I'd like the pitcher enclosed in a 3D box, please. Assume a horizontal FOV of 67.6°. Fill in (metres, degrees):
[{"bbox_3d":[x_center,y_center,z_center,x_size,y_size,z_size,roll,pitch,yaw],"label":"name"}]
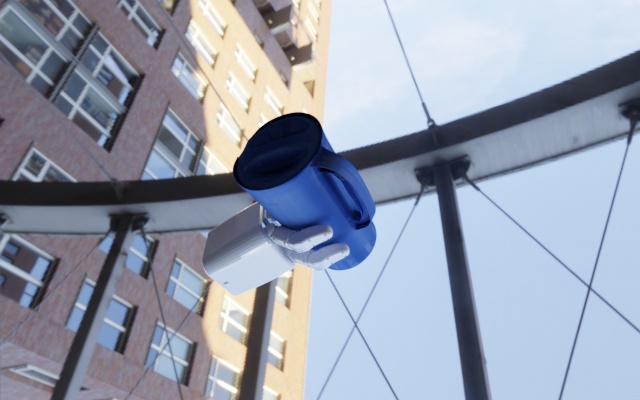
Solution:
[{"bbox_3d":[0.000,0.002,0.687,0.145,0.149,0.243,-29,-46,8],"label":"pitcher"}]
